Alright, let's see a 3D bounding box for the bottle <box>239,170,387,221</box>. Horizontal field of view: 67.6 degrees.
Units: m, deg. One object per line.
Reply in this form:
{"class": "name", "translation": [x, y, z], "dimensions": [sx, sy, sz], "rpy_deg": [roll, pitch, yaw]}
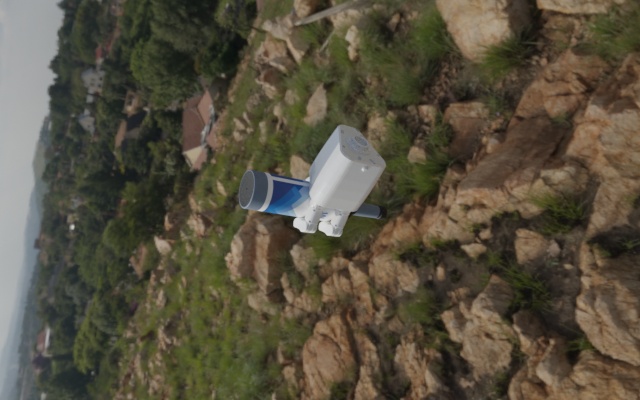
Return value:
{"class": "bottle", "translation": [0.000, 0.003, 0.877], "dimensions": [0.296, 0.069, 0.069], "rpy_deg": [10, -5, -31]}
